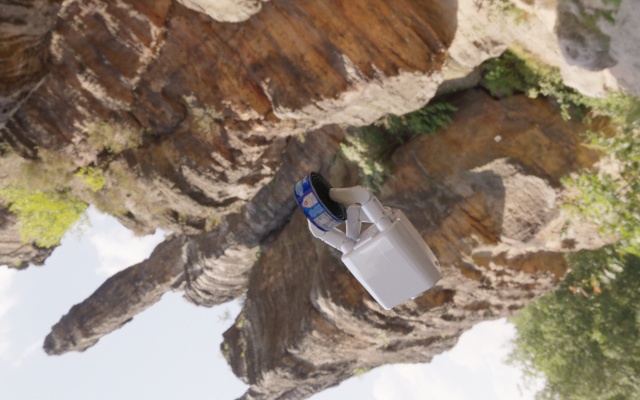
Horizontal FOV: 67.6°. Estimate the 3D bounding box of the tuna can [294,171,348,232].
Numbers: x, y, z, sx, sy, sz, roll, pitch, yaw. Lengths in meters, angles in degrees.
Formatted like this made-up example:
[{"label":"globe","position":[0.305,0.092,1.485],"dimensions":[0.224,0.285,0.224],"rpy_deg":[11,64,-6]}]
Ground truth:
[{"label":"tuna can","position":[0.000,0.003,0.689],"dimensions":[0.034,0.086,0.086],"rpy_deg":[-35,-12,18]}]
